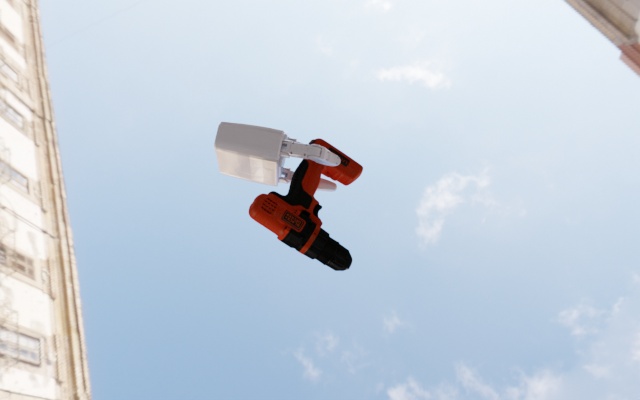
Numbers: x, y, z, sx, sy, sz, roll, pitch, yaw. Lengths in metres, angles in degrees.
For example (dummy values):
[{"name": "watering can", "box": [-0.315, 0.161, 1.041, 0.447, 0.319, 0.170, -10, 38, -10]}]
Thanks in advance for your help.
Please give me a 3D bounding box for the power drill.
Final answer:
[{"name": "power drill", "box": [0.000, 0.002, 0.783, 0.184, 0.187, 0.057, 34, -32, -7]}]
